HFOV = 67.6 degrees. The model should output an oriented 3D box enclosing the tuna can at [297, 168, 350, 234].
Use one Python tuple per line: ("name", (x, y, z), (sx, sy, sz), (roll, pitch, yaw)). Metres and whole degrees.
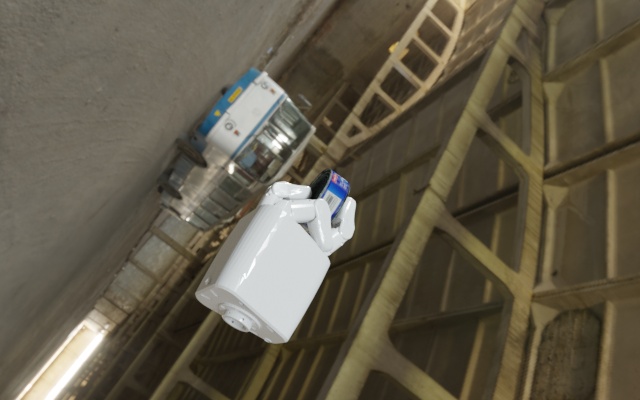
("tuna can", (0.001, 0.002, 0.622), (0.034, 0.086, 0.086), (35, -10, -14))
